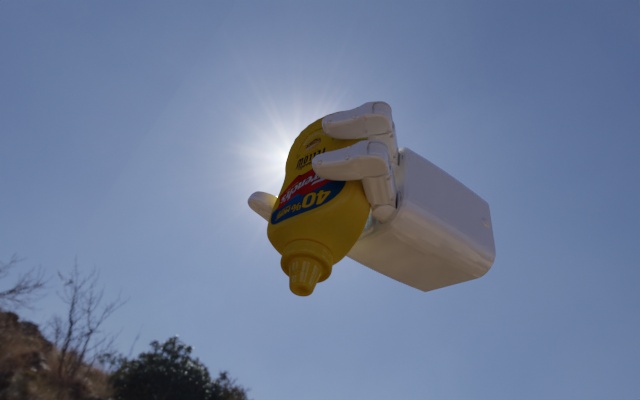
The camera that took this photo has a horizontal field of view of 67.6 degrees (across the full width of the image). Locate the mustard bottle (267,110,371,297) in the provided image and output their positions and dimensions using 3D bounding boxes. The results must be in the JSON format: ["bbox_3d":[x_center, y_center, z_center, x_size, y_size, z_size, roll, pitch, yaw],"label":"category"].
[{"bbox_3d":[0.000,0.001,0.422,0.096,0.191,0.058,-21,-54,29],"label":"mustard bottle"}]
